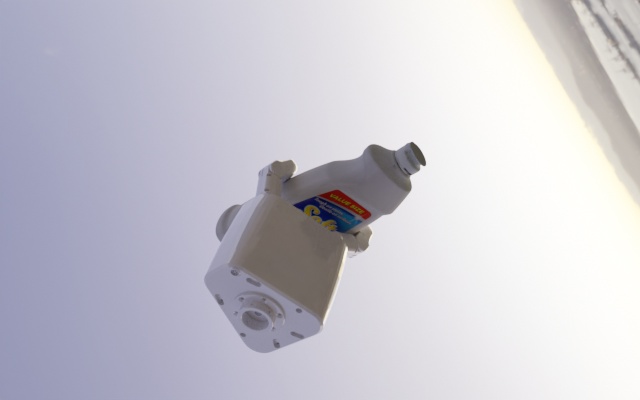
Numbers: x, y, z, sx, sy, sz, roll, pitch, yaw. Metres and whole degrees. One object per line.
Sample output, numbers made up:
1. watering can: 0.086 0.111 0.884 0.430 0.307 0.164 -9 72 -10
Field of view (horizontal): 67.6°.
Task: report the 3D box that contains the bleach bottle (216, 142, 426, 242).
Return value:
1. bleach bottle: 0.000 0.002 0.541 0.251 0.102 0.068 -30 22 30
